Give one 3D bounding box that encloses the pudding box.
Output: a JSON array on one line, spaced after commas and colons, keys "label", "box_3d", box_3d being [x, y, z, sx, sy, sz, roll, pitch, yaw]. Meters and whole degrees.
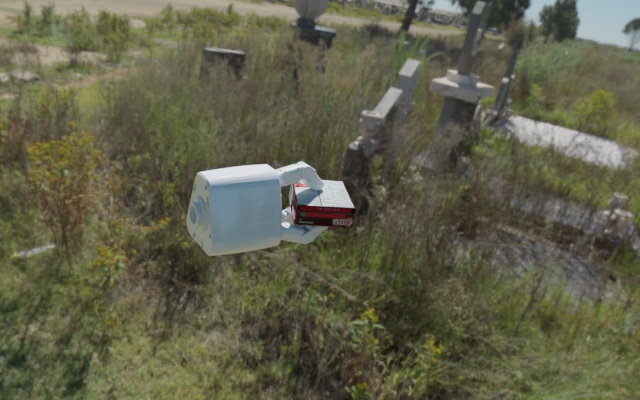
[{"label": "pudding box", "box_3d": [0.000, 0.002, 0.744, 0.090, 0.039, 0.113, 5, 25, -10]}]
